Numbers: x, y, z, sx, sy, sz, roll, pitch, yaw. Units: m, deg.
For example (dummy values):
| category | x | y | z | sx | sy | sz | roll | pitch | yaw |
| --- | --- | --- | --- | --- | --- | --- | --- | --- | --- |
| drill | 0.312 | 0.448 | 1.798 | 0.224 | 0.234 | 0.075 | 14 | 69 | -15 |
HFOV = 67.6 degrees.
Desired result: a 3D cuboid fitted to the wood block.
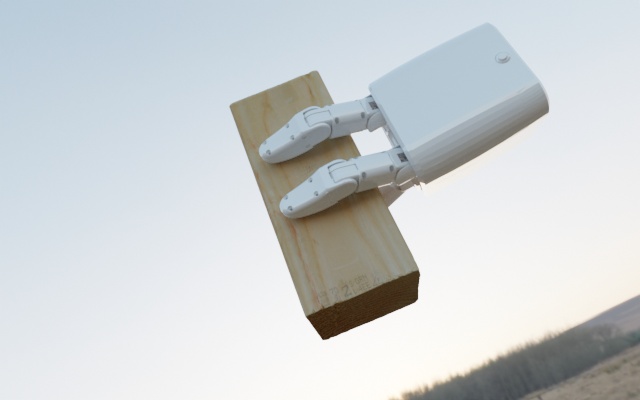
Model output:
| category | x | y | z | sx | sy | sz | roll | pitch | yaw |
| --- | --- | --- | --- | --- | --- | --- | --- | --- | --- |
| wood block | 0.000 | 0.001 | 0.417 | 0.090 | 0.206 | 0.091 | -22 | -29 | -1 |
